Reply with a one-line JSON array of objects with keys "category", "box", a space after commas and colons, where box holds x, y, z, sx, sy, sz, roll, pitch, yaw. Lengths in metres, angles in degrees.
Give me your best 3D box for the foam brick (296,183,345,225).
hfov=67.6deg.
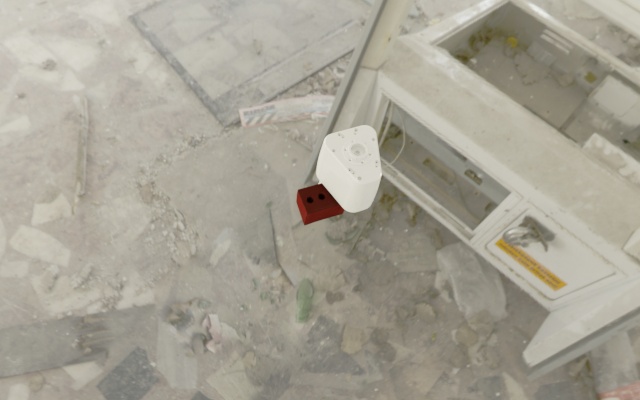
[{"category": "foam brick", "box": [0.000, 0.003, 0.868, 0.078, 0.053, 0.051, -17, -22, -13]}]
